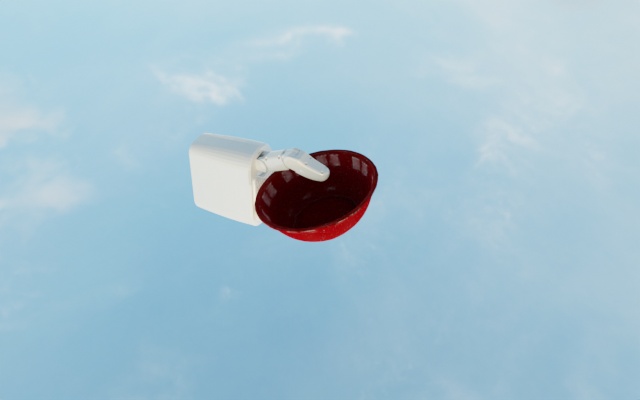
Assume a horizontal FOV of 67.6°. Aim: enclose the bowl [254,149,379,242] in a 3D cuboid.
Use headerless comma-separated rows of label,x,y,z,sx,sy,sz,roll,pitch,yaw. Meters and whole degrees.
bowl,0.001,0.003,0.615,0.162,0.055,0.162,-13,37,10
